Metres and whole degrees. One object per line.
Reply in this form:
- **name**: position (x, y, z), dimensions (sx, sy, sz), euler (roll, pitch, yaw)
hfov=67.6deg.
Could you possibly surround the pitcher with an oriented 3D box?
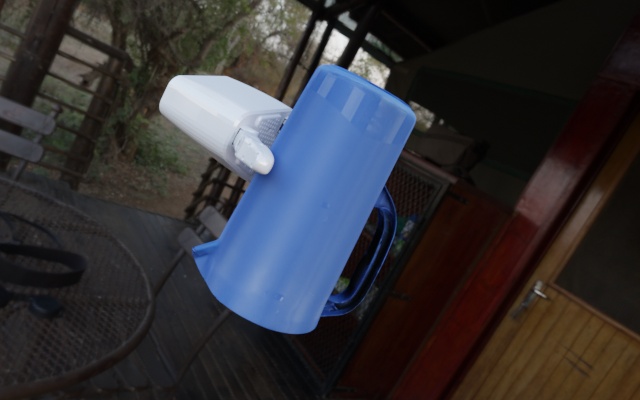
- **pitcher**: position (0.000, 0.001, 0.478), dimensions (0.145, 0.243, 0.149), euler (33, 10, 24)
